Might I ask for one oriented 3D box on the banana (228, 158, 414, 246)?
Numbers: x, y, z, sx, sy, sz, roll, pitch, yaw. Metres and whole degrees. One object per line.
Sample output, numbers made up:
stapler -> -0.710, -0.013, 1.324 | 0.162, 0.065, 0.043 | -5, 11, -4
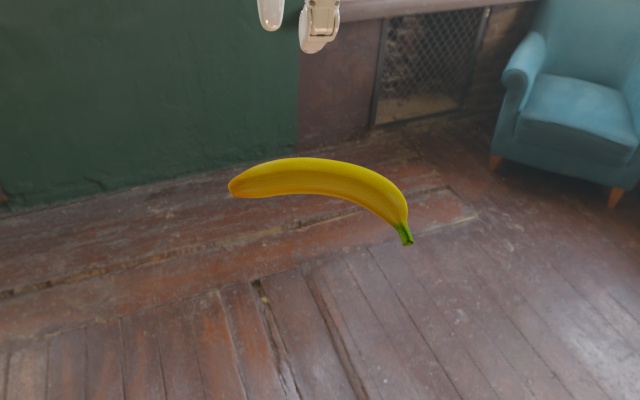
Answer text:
banana -> 0.007, -0.012, 0.496 | 0.198, 0.069, 0.037 | 15, -35, 0
